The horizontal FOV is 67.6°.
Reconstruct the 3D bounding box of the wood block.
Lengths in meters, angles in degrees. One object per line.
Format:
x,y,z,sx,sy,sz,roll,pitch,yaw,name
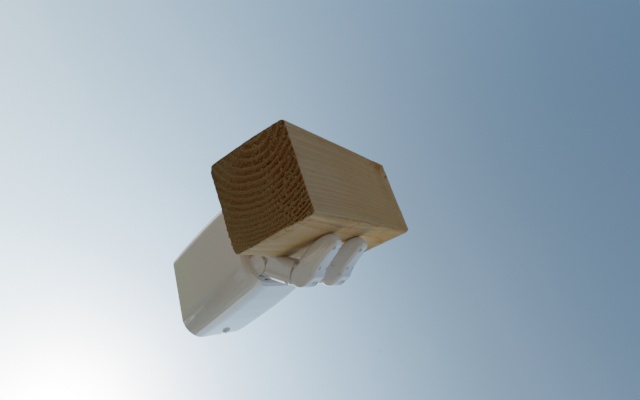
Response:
0.000,0.002,0.489,0.090,0.090,0.206,-29,-20,24,wood block
